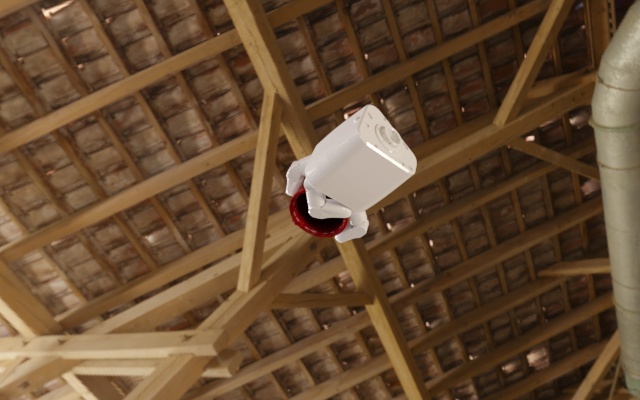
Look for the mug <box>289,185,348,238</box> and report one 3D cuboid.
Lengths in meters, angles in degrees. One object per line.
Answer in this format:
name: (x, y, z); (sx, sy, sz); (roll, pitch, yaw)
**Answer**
mug: (-0.001, 0.003, 0.757); (0.117, 0.093, 0.081); (-35, 19, 37)
